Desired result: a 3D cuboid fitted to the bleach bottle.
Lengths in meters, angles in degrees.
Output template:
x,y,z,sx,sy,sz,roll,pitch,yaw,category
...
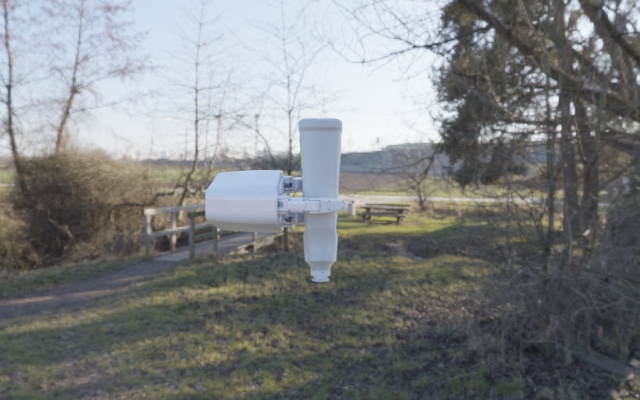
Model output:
x,y,z,sx,sy,sz,roll,pitch,yaw,category
0.000,0.002,0.746,0.068,0.251,0.102,0,4,1,bleach bottle
